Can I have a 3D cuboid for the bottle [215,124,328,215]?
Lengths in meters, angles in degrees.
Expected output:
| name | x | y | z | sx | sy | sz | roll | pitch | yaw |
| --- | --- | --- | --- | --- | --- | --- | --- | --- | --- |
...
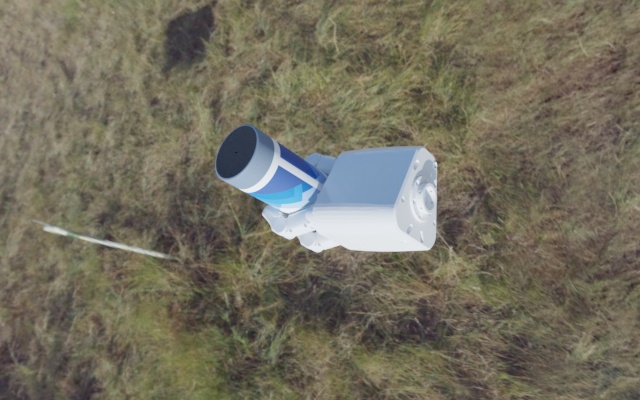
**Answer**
| name | x | y | z | sx | sy | sz | roll | pitch | yaw |
| --- | --- | --- | --- | --- | --- | --- | --- | --- | --- |
| bottle | 0.000 | 0.002 | 0.609 | 0.069 | 0.069 | 0.296 | 0 | -21 | 41 |
